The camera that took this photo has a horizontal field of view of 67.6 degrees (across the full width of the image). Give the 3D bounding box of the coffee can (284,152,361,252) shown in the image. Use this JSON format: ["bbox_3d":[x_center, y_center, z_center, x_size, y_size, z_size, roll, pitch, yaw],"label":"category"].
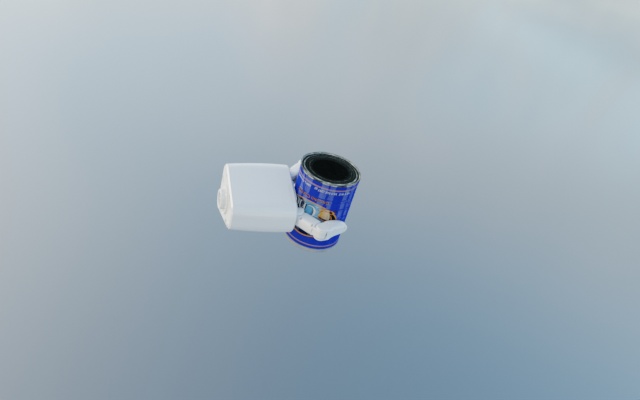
[{"bbox_3d":[0.000,0.003,0.815,0.103,0.140,0.102,12,33,-8],"label":"coffee can"}]
